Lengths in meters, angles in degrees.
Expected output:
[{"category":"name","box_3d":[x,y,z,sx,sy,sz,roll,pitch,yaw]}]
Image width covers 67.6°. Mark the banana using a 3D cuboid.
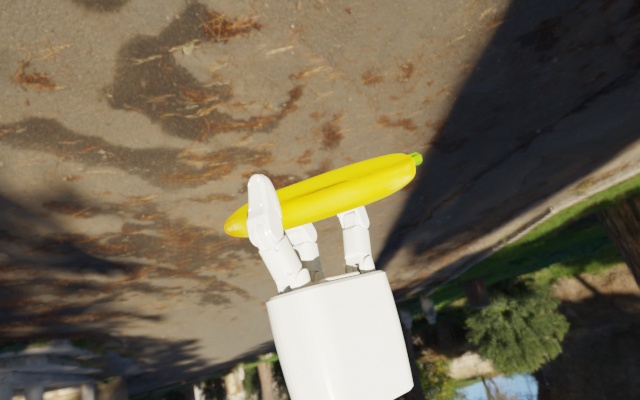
[{"category":"banana","box_3d":[0.002,-0.002,0.422,0.198,0.037,0.069,-18,-7,3]}]
